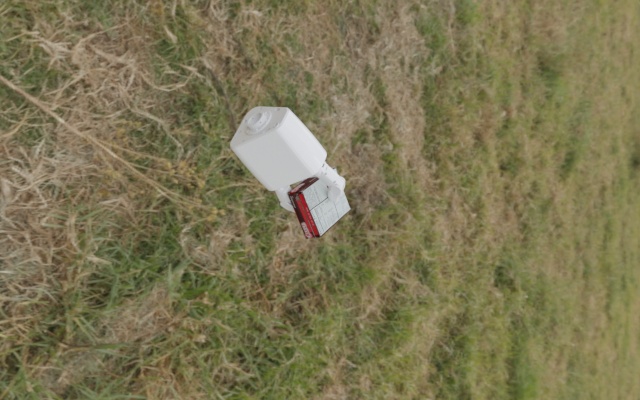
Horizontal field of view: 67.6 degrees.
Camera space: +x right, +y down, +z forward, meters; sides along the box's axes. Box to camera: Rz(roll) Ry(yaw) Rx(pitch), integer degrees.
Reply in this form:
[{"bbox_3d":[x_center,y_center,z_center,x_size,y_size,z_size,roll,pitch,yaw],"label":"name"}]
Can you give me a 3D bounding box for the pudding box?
[{"bbox_3d":[0.000,0.003,0.840,0.039,0.090,0.113,-7,21,40],"label":"pudding box"}]
